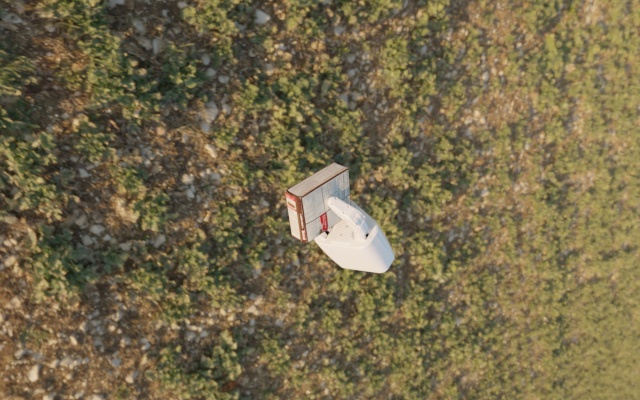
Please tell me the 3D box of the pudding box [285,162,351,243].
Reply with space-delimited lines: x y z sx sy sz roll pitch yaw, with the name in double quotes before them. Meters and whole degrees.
"pudding box" 0.000 0.003 0.765 0.039 0.090 0.113 22 42 38
